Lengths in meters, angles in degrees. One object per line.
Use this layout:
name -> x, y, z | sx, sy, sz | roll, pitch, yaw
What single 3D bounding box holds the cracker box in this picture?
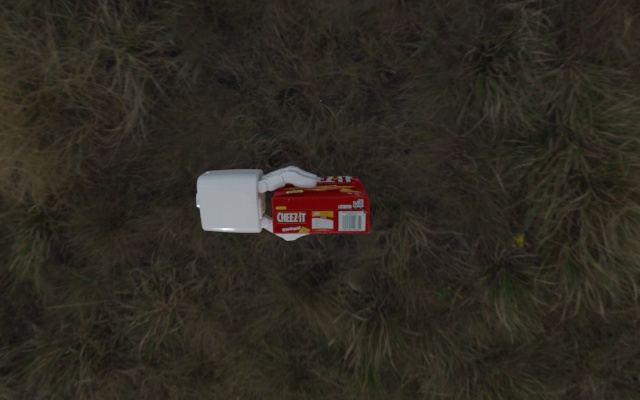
cracker box -> 0.000, 0.003, 0.887 | 0.164, 0.072, 0.213 | -1, 12, 0
